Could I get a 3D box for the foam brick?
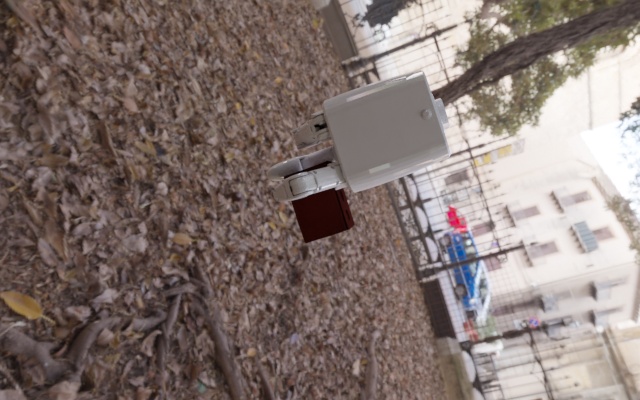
[{"bbox_3d":[0.000,0.002,0.524,0.051,0.078,0.053,-18,0,10],"label":"foam brick"}]
